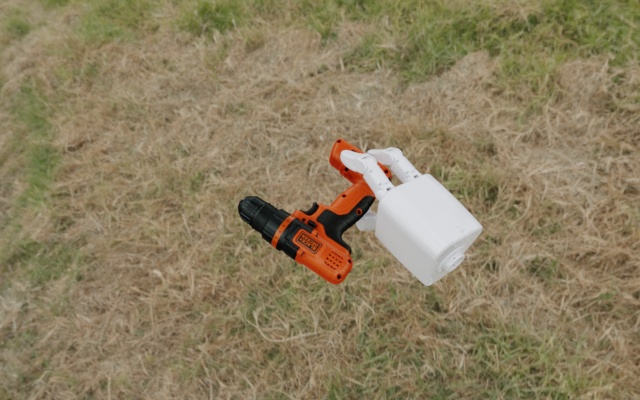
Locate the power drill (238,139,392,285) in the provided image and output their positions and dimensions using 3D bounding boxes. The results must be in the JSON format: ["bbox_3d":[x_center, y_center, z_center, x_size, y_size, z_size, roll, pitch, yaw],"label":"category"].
[{"bbox_3d":[0.001,0.002,0.689,0.184,0.187,0.057,34,-19,10],"label":"power drill"}]
